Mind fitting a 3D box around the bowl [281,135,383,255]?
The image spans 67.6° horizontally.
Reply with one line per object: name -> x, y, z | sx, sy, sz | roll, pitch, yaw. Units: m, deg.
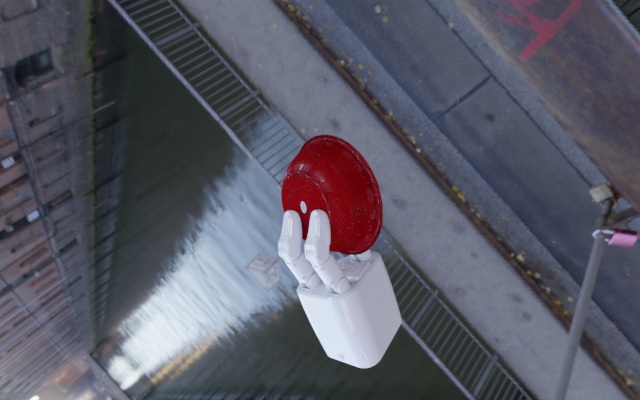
bowl -> -0.001, 0.001, 0.597 | 0.055, 0.162, 0.162 | -22, 14, -37
